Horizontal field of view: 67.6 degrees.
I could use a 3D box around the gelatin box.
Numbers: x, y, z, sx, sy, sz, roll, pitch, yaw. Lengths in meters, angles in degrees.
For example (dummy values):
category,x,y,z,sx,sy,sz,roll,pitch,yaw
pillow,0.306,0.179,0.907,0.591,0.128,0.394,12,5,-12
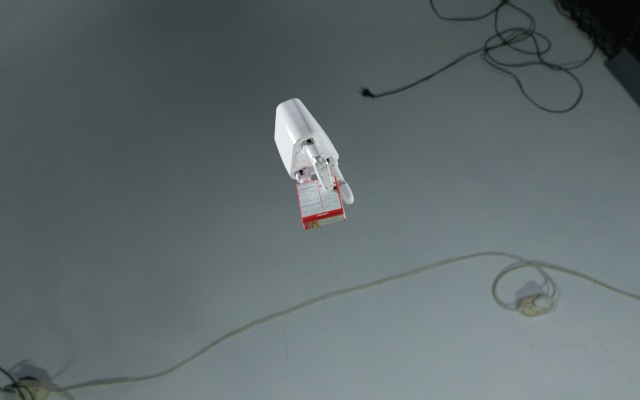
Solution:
category,x,y,z,sx,sy,sz,roll,pitch,yaw
gelatin box,0.000,0.003,0.837,0.073,0.089,0.030,-13,-41,2
